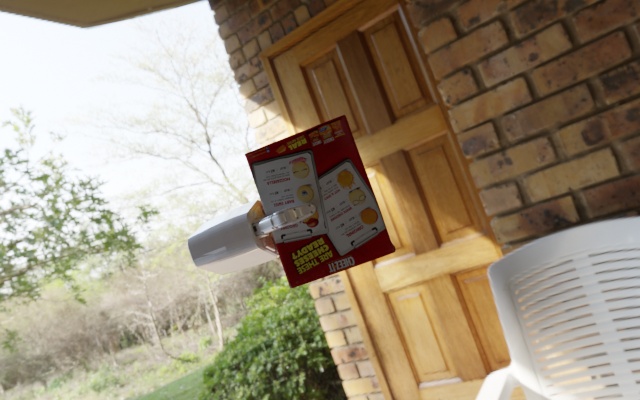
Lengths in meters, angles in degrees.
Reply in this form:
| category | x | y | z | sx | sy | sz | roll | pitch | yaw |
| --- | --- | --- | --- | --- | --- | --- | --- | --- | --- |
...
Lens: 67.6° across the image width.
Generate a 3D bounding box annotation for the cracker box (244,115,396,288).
| category | x | y | z | sx | sy | sz | roll | pitch | yaw |
| --- | --- | --- | --- | --- | --- | --- | --- | --- | --- |
| cracker box | 0.000 | 0.002 | 0.723 | 0.164 | 0.213 | 0.072 | -20 | -4 | 8 |
